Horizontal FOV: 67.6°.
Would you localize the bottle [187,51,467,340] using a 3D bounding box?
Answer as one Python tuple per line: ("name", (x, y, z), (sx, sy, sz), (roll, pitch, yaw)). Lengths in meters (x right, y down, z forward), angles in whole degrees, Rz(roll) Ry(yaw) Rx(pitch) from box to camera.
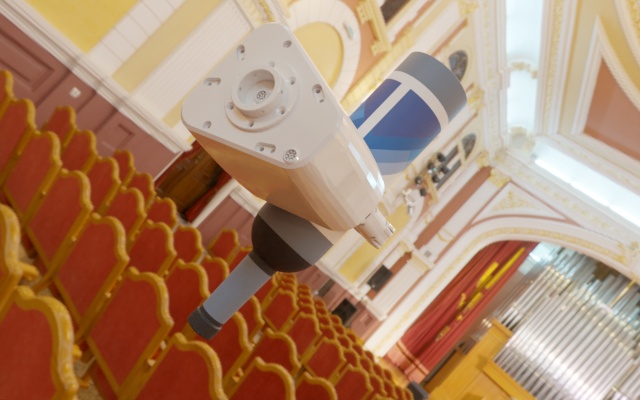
("bottle", (0.000, 0.001, 0.408), (0.069, 0.295, 0.069), (44, -3, 3))
